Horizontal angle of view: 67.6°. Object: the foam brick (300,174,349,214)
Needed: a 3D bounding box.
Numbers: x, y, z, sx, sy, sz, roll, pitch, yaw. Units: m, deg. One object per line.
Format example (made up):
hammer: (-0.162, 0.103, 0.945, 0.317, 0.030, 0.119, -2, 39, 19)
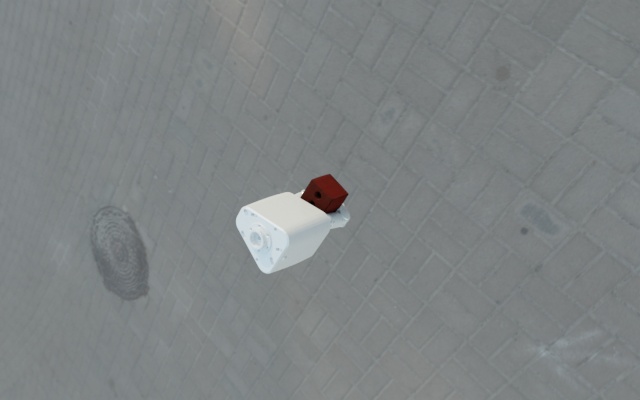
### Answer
foam brick: (0.000, 0.002, 0.821, 0.053, 0.078, 0.051, 46, 34, 20)
